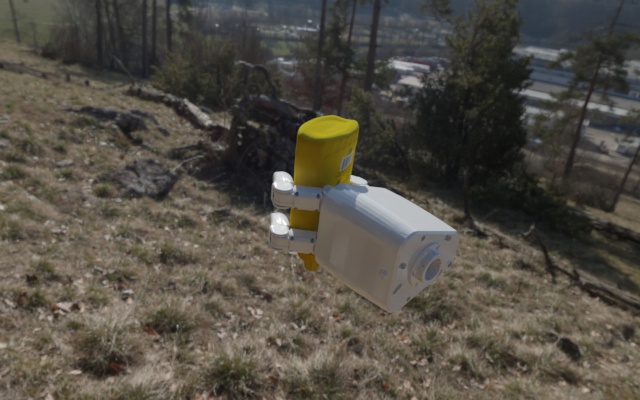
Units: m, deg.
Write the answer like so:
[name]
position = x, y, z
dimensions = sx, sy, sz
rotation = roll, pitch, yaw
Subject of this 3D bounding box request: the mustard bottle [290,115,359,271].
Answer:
[mustard bottle]
position = 0.000, 0.002, 0.567
dimensions = 0.058, 0.192, 0.096
rotation = 17, 29, 19
